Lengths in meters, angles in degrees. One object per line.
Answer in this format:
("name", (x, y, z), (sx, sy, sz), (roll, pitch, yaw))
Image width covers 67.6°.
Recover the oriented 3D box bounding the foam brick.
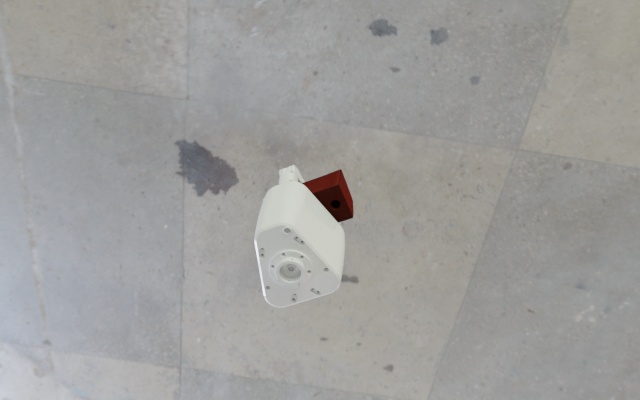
("foam brick", (0.000, 0.002, 0.633), (0.078, 0.053, 0.051), (-19, 23, 12))
